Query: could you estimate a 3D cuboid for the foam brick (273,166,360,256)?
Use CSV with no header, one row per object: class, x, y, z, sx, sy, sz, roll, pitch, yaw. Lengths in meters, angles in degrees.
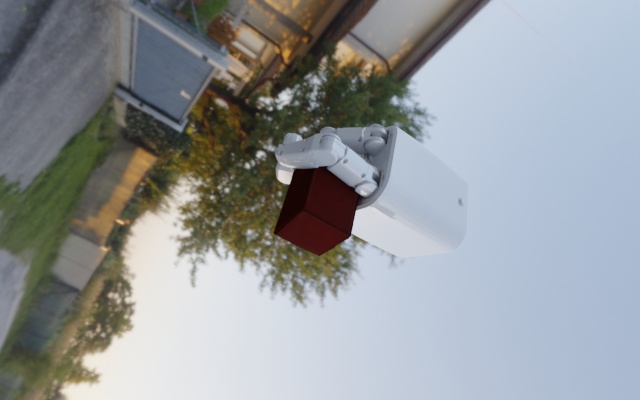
foam brick,0.000,0.002,0.437,0.051,0.078,0.053,31,-40,-20
